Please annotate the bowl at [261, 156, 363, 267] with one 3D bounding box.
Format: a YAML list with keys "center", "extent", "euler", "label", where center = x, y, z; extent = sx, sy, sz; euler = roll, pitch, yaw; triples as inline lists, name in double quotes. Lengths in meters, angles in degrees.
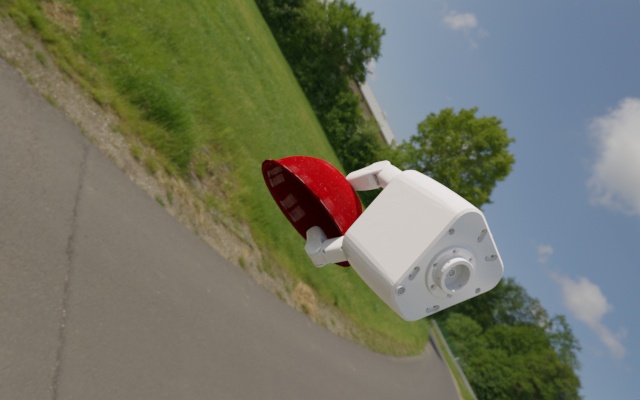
- center: [0.000, 0.001, 0.579]
  extent: [0.055, 0.162, 0.162]
  euler: [-40, 15, -18]
  label: "bowl"
